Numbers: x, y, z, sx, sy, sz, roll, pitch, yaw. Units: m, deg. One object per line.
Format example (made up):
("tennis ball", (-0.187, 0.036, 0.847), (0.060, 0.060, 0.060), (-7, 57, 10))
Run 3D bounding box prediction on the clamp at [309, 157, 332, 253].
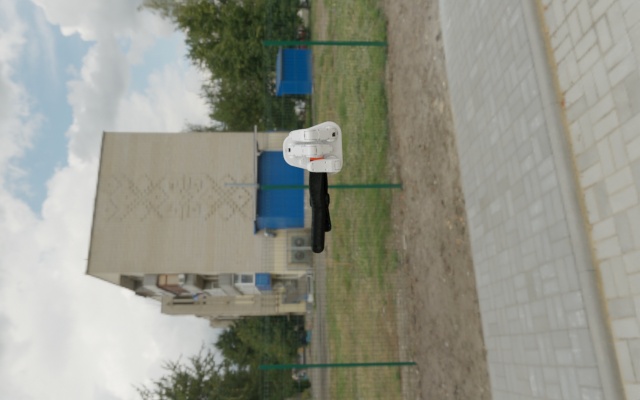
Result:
("clamp", (0.000, 0.003, 0.896), (0.039, 0.171, 0.120), (1, 9, 3))
